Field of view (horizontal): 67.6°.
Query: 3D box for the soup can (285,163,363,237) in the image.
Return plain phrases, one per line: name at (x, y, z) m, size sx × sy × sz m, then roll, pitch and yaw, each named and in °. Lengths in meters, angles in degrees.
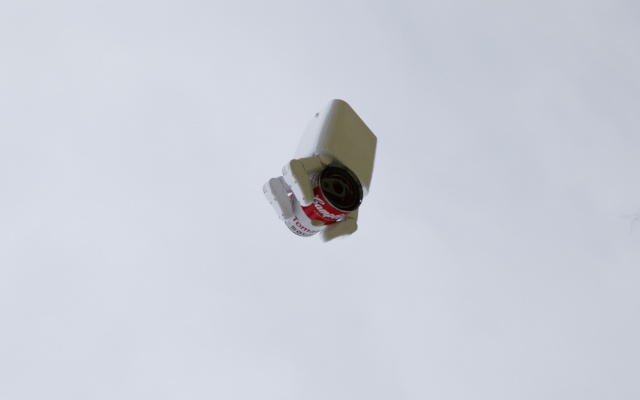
soup can at (0.000, 0.003, 0.643) m, size 0.068 × 0.068 × 0.102 m, roll 0°, pitch -23°, yaw -36°
